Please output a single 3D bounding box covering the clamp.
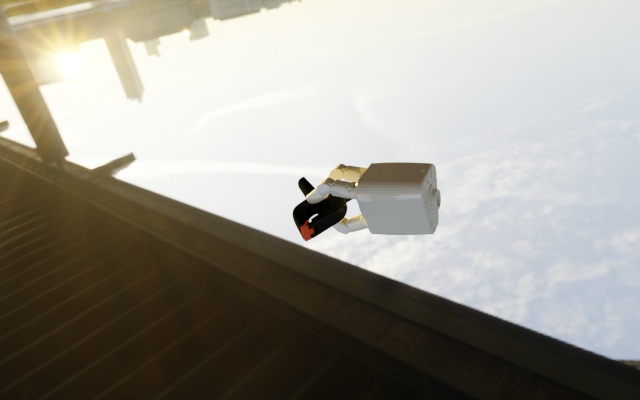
[{"bbox_3d":[0.000,0.004,0.832,0.164,0.036,0.210,-1,28,28],"label":"clamp"}]
